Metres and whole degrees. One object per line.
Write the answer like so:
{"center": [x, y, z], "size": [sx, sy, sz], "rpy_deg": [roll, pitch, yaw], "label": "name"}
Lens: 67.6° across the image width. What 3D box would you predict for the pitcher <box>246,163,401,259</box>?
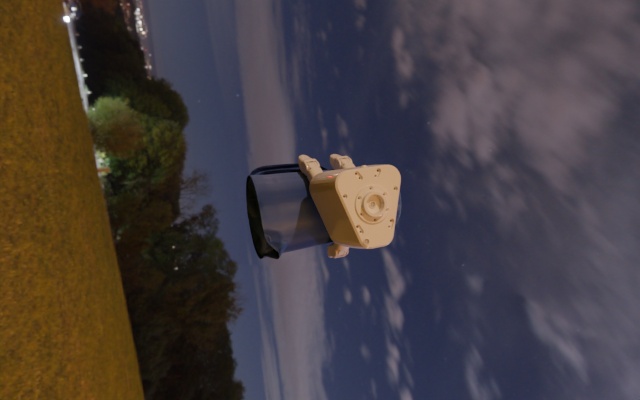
{"center": [0.000, 0.003, 0.790], "size": [0.243, 0.149, 0.145], "rpy_deg": [-8, 1, -17], "label": "pitcher"}
